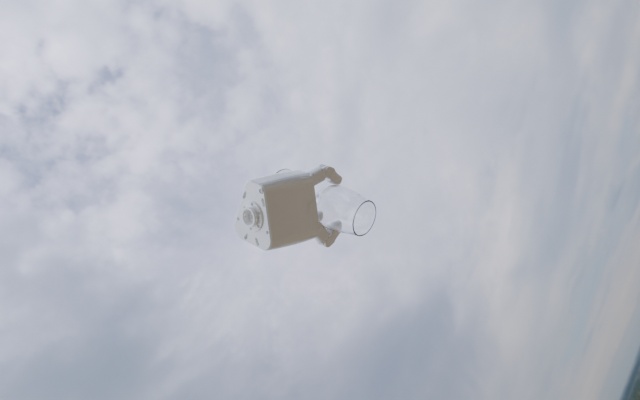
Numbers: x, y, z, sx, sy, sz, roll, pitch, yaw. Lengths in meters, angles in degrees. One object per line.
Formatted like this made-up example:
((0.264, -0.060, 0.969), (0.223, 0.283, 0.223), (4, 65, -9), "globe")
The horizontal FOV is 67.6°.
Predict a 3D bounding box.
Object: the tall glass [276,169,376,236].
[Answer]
((0.000, 0.002, 0.843), (0.201, 0.079, 0.079), (20, 13, 39), "tall glass")
